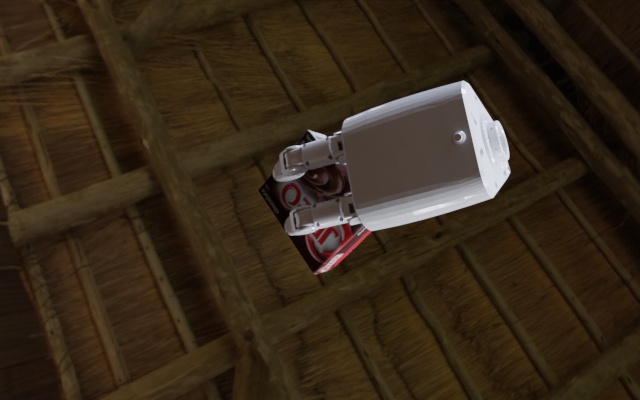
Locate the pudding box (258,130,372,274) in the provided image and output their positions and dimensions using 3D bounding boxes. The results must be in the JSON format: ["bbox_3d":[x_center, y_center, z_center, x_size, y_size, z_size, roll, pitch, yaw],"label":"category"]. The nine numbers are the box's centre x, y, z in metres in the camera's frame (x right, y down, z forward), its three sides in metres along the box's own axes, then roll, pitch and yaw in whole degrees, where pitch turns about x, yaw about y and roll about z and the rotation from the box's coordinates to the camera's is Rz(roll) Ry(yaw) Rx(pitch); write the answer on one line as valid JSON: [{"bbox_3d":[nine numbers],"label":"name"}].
[{"bbox_3d":[0.000,0.002,0.474,0.090,0.113,0.039,-47,-26,25],"label":"pudding box"}]
